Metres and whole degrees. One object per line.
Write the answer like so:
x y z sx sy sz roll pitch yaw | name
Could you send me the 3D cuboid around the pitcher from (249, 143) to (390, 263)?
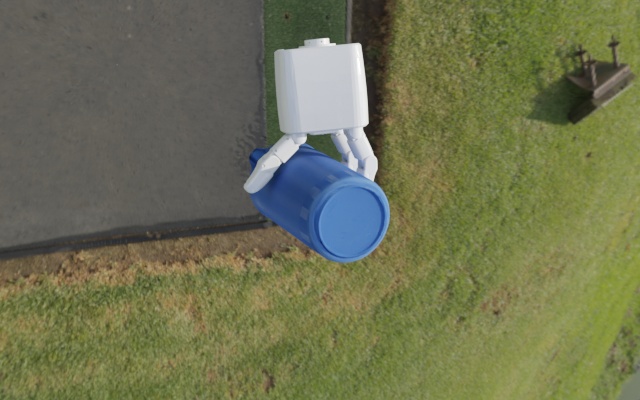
0.000 0.002 0.668 0.149 0.145 0.242 -9 17 -21 | pitcher
